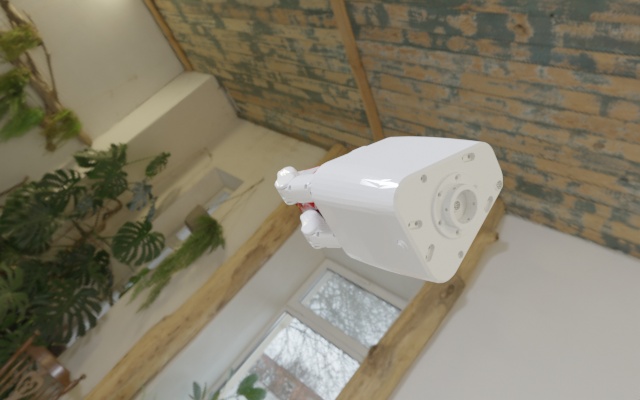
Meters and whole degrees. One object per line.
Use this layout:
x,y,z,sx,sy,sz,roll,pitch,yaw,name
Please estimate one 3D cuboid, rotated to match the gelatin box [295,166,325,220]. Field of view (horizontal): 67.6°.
0.000,0.001,0.520,0.030,0.073,0.089,-44,14,-17,gelatin box
